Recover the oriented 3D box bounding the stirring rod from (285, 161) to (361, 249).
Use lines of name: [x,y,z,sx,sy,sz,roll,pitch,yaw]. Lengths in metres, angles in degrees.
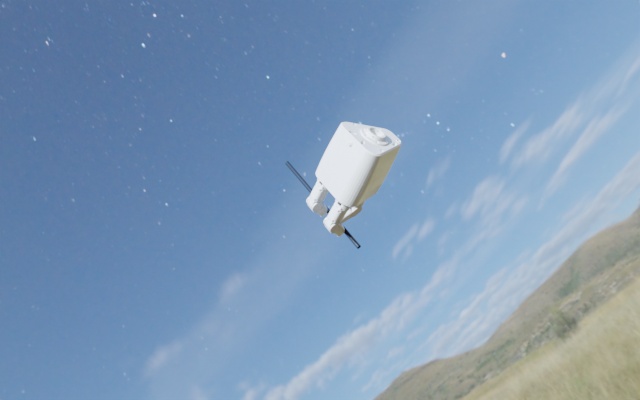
stirring rod: [0.000,0.003,0.893,0.011,0.011,0.239,0,41,-48]
